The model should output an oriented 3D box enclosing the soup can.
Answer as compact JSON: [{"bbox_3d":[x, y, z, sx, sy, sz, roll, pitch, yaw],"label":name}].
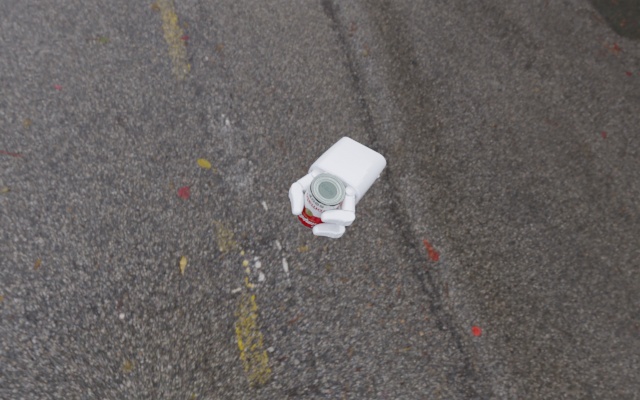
[{"bbox_3d":[0.000,0.003,0.885,0.068,0.068,0.102,0,-27,-19],"label":"soup can"}]
